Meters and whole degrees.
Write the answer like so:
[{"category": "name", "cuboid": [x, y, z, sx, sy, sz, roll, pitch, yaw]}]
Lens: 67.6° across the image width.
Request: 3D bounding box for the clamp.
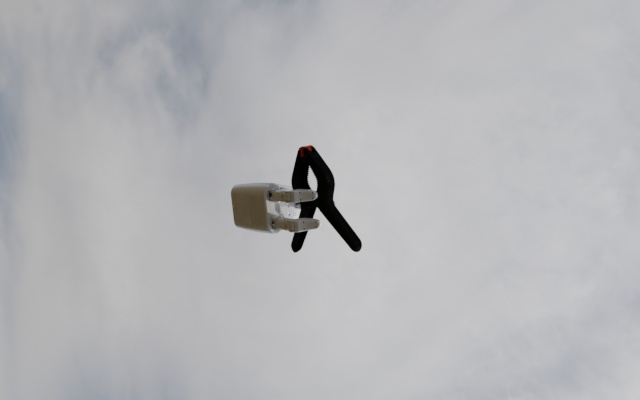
[{"category": "clamp", "cuboid": [0.000, 0.002, 0.884, 0.164, 0.210, 0.036, 3, 13, 38]}]
